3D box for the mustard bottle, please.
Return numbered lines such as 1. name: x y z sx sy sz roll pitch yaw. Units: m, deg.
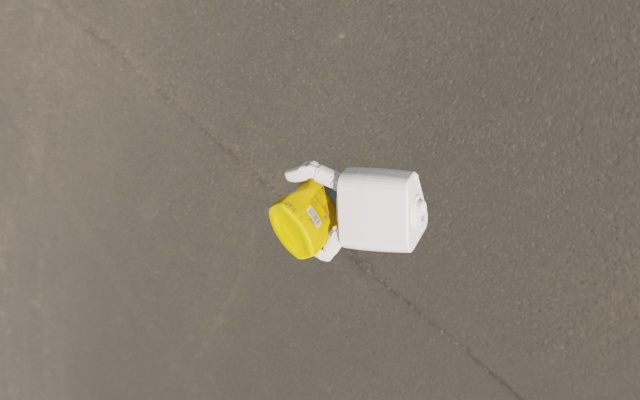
1. mustard bottle: 0.000 0.003 0.756 0.058 0.096 0.191 -23 15 39
